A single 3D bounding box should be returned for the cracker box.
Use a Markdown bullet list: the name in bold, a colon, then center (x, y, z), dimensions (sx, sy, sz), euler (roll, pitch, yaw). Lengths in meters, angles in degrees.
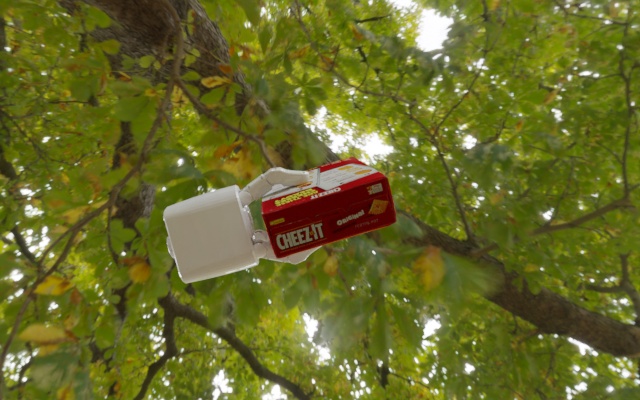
- **cracker box**: center (0.000, 0.002, 0.693), dimensions (0.164, 0.072, 0.213), euler (-17, 14, -4)
